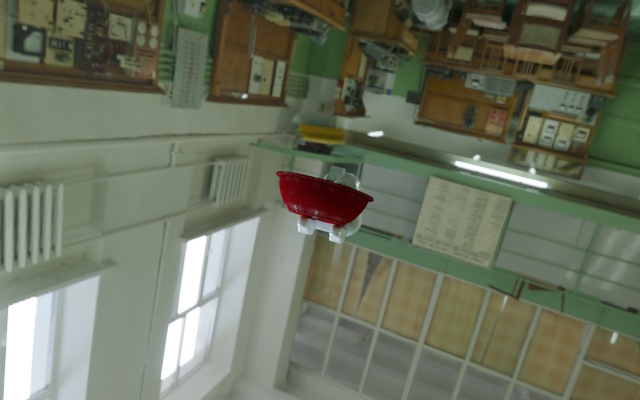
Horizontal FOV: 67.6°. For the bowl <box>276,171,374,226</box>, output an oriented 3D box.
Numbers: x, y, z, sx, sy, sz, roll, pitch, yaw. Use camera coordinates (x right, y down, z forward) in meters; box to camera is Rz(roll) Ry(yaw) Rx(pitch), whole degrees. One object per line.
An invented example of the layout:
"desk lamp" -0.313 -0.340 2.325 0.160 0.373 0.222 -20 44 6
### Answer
"bowl" -0.001 0.003 0.756 0.162 0.055 0.162 16 -5 1
